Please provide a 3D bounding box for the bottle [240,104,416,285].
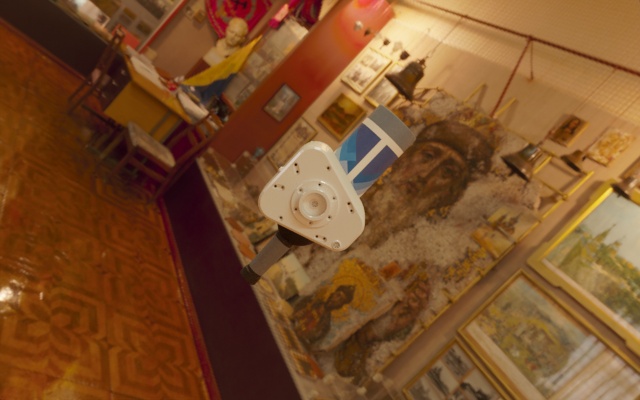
[{"bbox_3d":[0.000,0.002,0.642,0.069,0.296,0.069,43,7,-6],"label":"bottle"}]
